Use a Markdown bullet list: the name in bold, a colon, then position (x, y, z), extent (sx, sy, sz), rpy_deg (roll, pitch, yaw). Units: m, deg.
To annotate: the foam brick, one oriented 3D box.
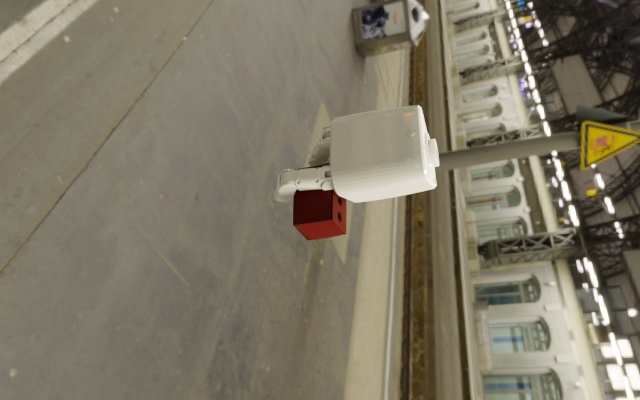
- **foam brick**: position (0.000, 0.002, 0.585), extent (0.051, 0.078, 0.053), rpy_deg (-8, -26, 18)
